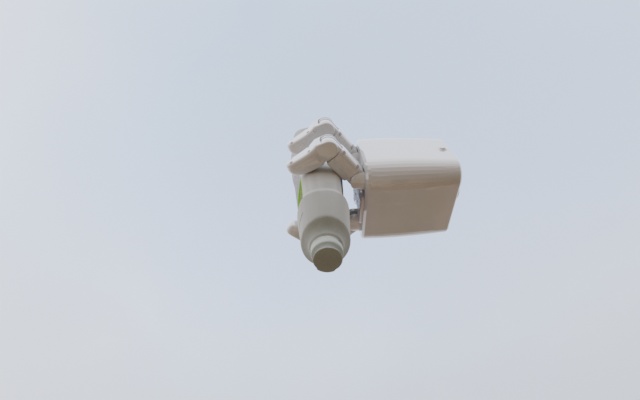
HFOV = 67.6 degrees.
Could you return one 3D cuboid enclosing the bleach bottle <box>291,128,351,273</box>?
[{"bbox_3d":[0.000,0.002,0.553,0.068,0.103,0.250,-3,29,-2],"label":"bleach bottle"}]
